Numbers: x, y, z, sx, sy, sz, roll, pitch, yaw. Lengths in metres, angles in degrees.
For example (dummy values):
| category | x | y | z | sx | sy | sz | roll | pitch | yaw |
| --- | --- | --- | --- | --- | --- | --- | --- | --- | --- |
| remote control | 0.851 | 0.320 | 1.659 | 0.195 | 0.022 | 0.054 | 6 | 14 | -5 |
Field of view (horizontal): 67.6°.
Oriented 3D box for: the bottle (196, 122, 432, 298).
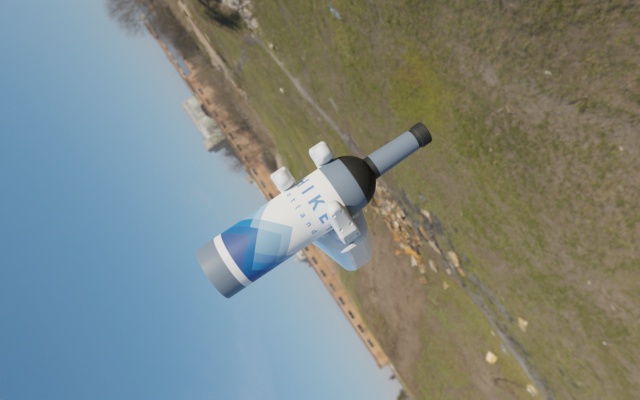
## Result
| category | x | y | z | sx | sy | sz | roll | pitch | yaw |
| --- | --- | --- | --- | --- | --- | --- | --- | --- | --- |
| bottle | 0.000 | 0.002 | 0.549 | 0.295 | 0.069 | 0.069 | -34 | 2 | -3 |
